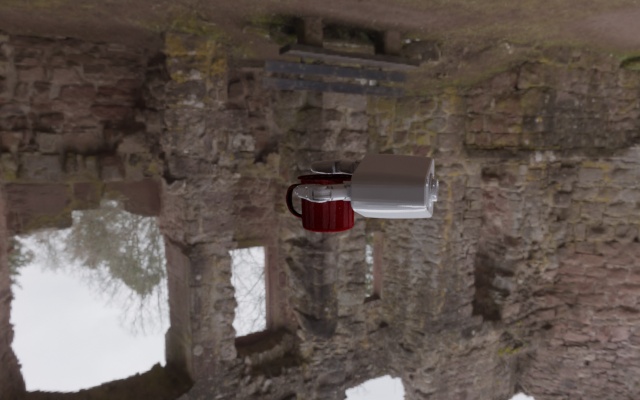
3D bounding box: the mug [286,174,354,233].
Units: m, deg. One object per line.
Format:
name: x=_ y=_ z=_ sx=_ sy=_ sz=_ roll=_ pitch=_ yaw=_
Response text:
mug: x=-0.001 y=0.003 z=0.743 sx=0.117 sy=0.081 sz=0.093 roll=2 pitch=9 yaw=19
